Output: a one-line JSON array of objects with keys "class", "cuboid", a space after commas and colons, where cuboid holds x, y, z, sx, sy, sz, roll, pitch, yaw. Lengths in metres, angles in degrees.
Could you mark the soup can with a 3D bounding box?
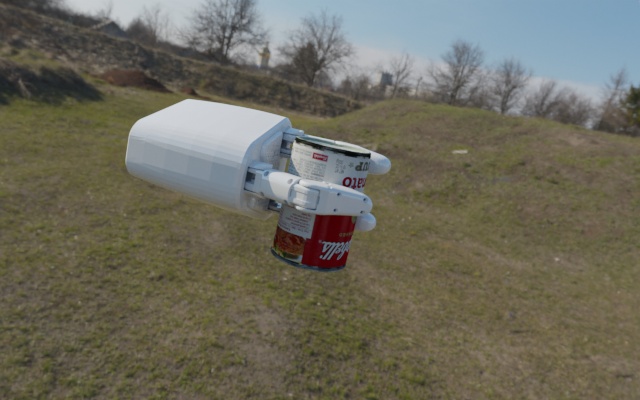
[{"class": "soup can", "cuboid": [0.001, 0.001, 0.411, 0.068, 0.102, 0.068, 12, 11, -2]}]
